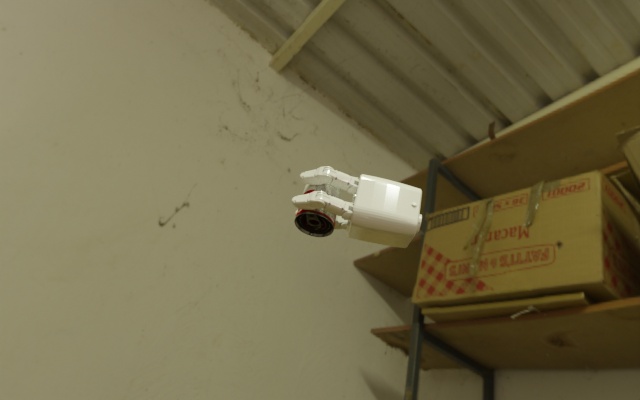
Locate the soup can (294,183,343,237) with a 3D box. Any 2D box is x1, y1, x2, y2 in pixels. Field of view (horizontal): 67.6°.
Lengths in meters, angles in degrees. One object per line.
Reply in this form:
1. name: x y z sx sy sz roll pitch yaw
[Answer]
1. soup can: 0.000 0.002 0.827 0.068 0.102 0.069 10 -36 7
